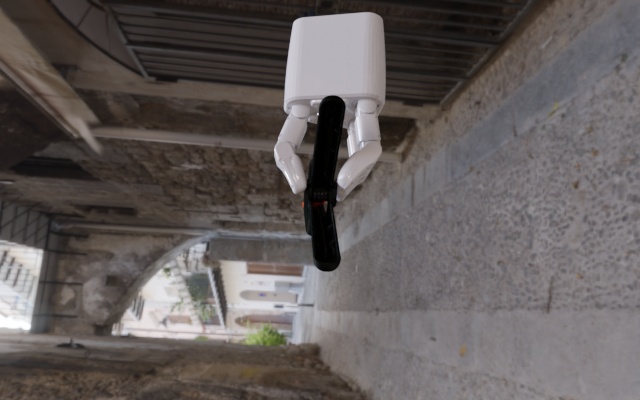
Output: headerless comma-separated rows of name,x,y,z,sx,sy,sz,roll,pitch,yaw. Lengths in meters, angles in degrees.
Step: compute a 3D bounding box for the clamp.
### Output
clamp,-0.001,0.002,0.525,0.036,0.164,0.210,4,-13,-5
